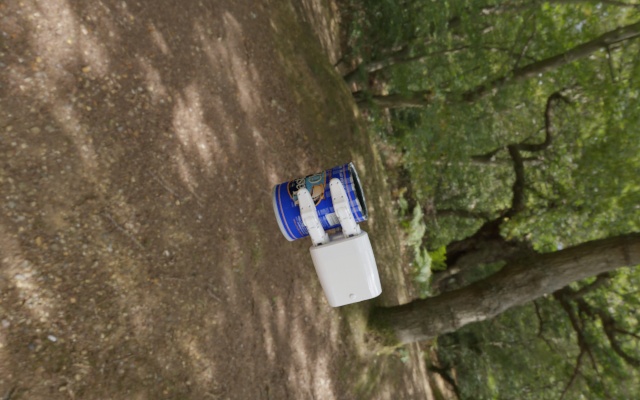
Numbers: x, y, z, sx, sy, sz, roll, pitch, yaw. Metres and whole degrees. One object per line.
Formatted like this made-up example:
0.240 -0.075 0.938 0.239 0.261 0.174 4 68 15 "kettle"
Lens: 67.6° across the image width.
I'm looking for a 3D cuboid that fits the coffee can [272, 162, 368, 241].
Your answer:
0.000 0.003 0.823 0.140 0.103 0.103 -16 -3 11 "coffee can"
